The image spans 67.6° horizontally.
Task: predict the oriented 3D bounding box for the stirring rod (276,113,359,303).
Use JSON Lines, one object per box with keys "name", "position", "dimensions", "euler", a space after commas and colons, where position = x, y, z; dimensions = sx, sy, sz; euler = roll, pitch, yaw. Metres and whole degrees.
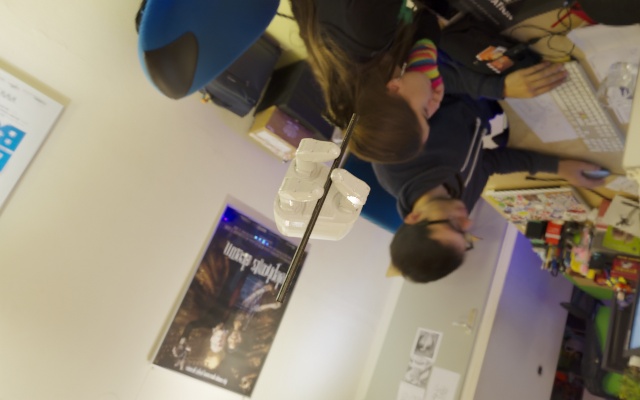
{"name": "stirring rod", "position": [0.000, 0.002, 0.543], "dimensions": [0.011, 0.239, 0.011], "euler": [20, -19, 7]}
